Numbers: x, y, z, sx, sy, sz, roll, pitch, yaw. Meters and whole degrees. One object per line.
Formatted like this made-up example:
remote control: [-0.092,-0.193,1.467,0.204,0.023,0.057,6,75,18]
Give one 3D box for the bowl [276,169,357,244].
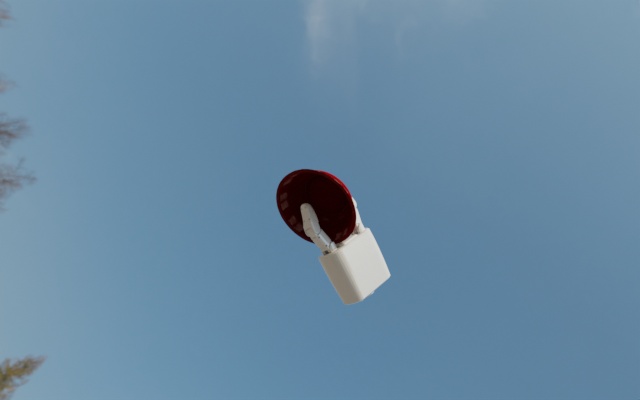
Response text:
bowl: [0.000,0.002,0.890,0.162,0.162,0.055,0,30,28]
